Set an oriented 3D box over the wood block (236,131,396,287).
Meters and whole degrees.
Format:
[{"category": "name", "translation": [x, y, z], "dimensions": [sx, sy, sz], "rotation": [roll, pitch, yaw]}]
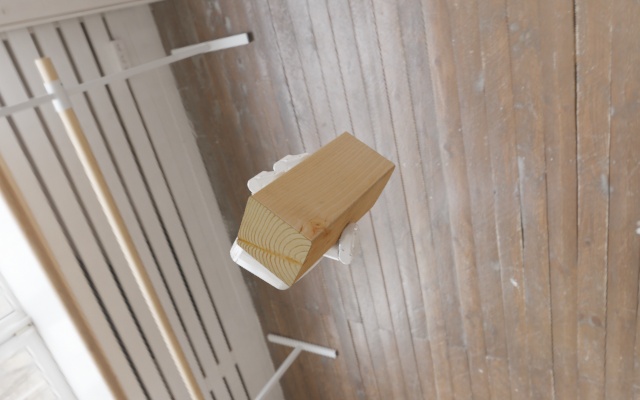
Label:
[{"category": "wood block", "translation": [0.000, 0.003, 0.615], "dimensions": [0.091, 0.090, 0.206], "rotation": [37, 44, 13]}]
